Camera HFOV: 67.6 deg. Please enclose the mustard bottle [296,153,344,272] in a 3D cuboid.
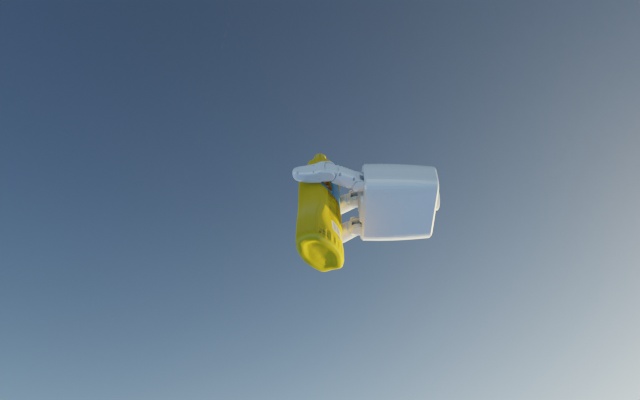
[{"bbox_3d":[0.000,0.003,0.713,0.058,0.191,0.096,-16,-42,19],"label":"mustard bottle"}]
